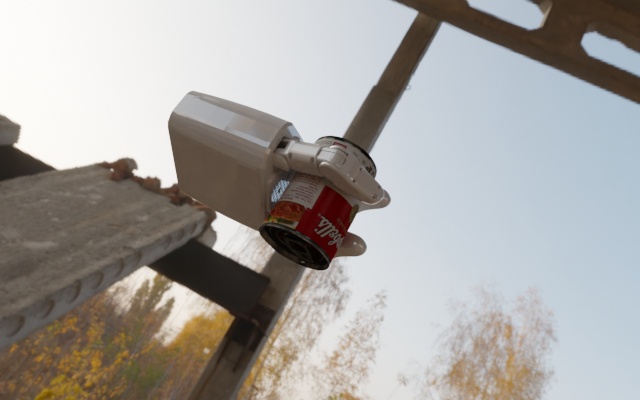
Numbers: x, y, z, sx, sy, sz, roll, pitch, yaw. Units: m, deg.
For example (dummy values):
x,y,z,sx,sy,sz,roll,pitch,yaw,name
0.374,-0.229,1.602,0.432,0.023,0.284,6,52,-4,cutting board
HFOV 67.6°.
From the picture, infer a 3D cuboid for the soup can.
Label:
x,y,z,sx,sy,sz,roll,pitch,yaw,name
0.001,0.001,0.425,0.068,0.102,0.068,24,-25,12,soup can
